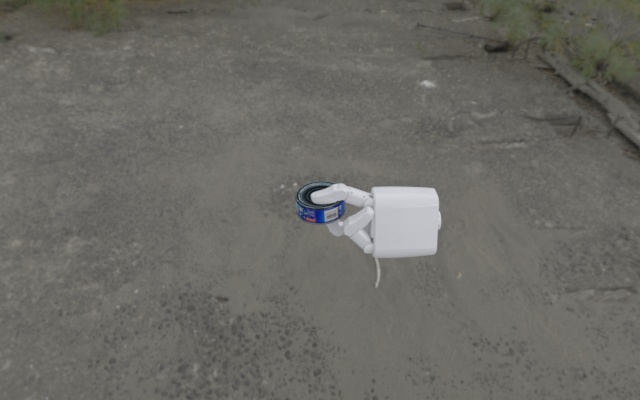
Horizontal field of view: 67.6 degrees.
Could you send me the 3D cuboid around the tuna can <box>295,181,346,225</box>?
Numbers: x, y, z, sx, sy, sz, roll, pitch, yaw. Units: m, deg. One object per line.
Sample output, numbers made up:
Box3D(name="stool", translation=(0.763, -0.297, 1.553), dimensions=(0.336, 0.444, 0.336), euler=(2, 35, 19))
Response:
Box3D(name="tuna can", translation=(0.000, 0.002, 0.816), dimensions=(0.086, 0.034, 0.086), euler=(-3, 35, 2))
